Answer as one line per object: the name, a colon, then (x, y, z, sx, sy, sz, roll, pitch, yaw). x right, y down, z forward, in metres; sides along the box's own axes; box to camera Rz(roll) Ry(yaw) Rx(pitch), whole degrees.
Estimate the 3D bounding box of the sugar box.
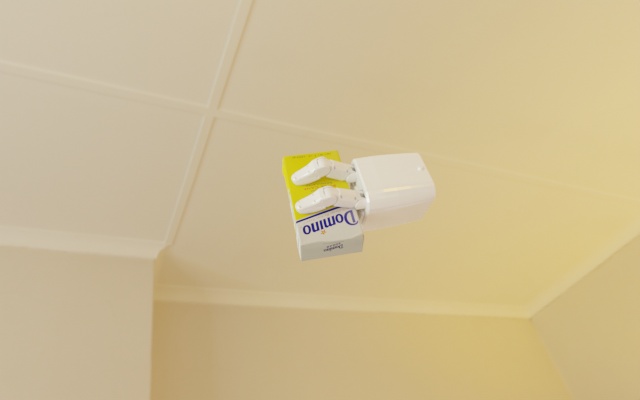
sugar box: (0.000, 0.002, 0.721, 0.093, 0.176, 0.048, -9, -42, -8)
